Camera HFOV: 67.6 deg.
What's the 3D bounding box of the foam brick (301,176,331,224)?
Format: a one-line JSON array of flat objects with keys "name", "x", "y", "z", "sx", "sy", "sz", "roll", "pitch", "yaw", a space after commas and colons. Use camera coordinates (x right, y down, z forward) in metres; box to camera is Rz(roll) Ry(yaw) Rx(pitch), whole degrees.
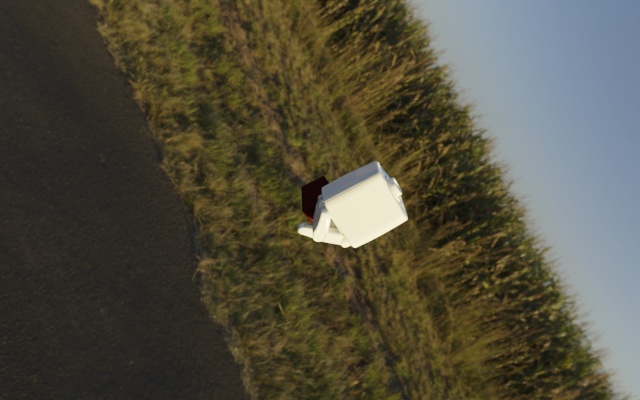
[{"name": "foam brick", "x": 0.000, "y": 0.003, "z": 0.879, "sx": 0.051, "sy": 0.053, "sz": 0.078, "roll": -29, "pitch": 34, "yaw": 17}]
